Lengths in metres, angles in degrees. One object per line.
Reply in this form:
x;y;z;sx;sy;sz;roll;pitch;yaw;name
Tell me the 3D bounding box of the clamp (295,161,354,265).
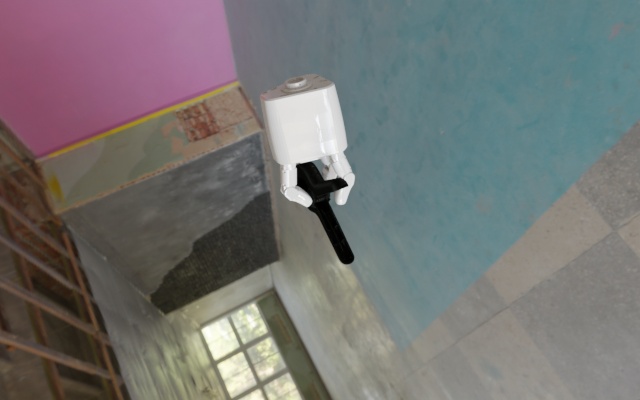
-0.001;0.002;0.812;0.036;0.165;0.210;-20;31;-18;clamp
